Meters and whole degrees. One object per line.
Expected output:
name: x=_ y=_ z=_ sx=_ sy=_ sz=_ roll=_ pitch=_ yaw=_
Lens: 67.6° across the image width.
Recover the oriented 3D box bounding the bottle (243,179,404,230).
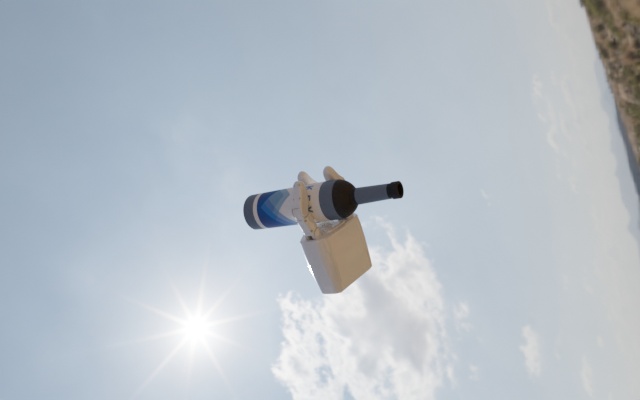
bottle: x=0.000 y=0.003 z=0.810 sx=0.296 sy=0.069 sz=0.069 roll=-9 pitch=-5 yaw=33
